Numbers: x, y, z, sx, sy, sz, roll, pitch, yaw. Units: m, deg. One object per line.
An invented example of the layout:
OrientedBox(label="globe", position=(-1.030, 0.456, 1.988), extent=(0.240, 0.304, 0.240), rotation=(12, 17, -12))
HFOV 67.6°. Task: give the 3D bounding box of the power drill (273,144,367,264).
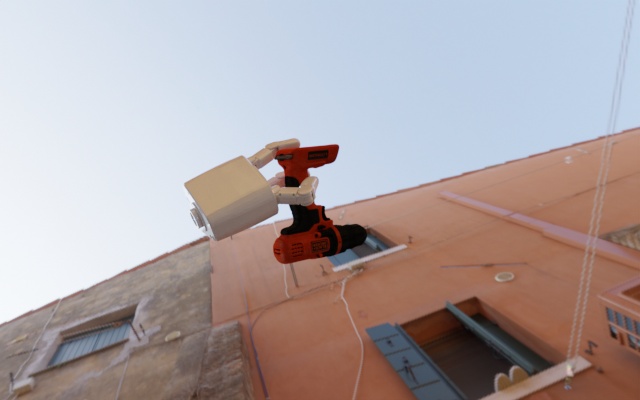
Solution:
OrientedBox(label="power drill", position=(0.000, 0.002, 0.791), extent=(0.184, 0.187, 0.057), rotation=(-9, 5, -38))
